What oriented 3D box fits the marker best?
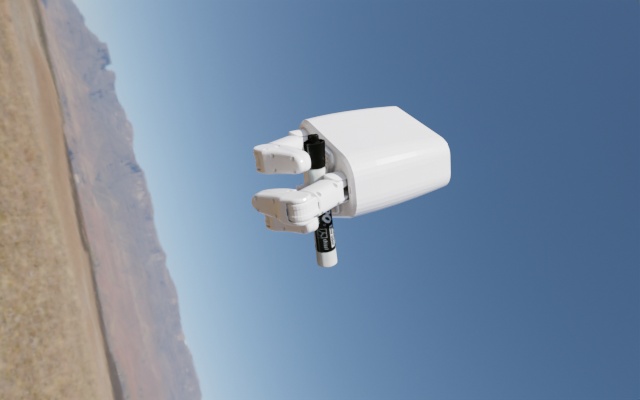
[{"bbox_3d":[0.000,0.001,0.419,0.020,0.121,0.020,-6,21,2],"label":"marker"}]
